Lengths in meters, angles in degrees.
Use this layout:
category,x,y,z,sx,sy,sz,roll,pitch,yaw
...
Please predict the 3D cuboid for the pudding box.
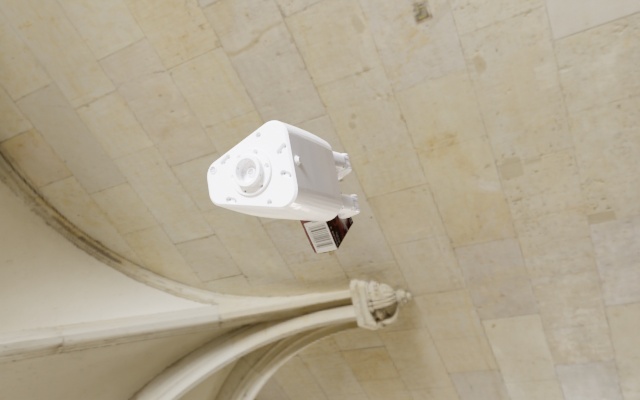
category,x,y,z,sx,sy,sz,roll,pitch,yaw
pudding box,0.000,0.002,0.640,0.039,0.113,0.090,-14,16,23
